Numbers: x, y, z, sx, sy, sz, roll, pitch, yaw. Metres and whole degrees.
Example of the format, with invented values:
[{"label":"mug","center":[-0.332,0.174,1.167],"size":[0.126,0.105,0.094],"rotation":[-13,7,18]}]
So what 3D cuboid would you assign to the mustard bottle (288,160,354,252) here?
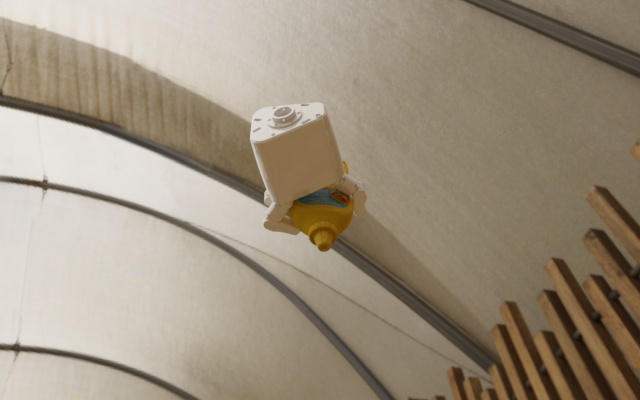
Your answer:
[{"label":"mustard bottle","center":[0.000,0.002,0.720],"size":[0.096,0.058,0.191],"rotation":[6,39,-9]}]
